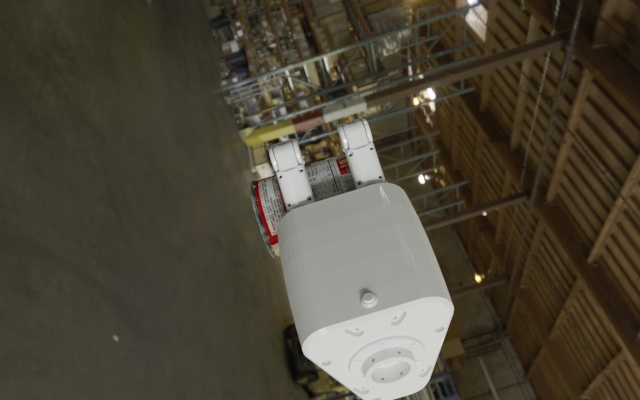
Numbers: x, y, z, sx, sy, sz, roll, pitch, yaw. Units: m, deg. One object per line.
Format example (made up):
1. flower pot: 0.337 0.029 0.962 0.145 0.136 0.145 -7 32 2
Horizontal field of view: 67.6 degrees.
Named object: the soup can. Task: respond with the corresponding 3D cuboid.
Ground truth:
1. soup can: 0.000 0.001 0.402 0.102 0.068 0.068 -17 -1 2
